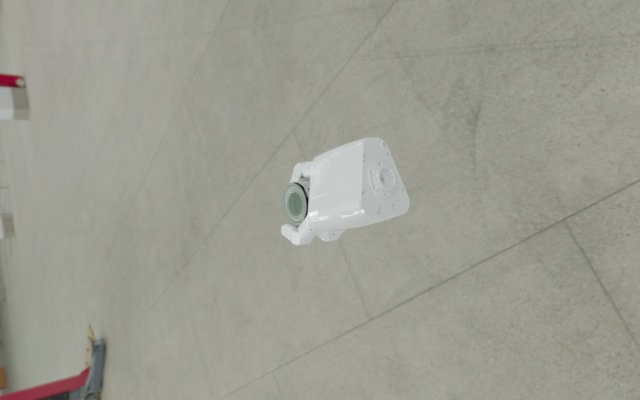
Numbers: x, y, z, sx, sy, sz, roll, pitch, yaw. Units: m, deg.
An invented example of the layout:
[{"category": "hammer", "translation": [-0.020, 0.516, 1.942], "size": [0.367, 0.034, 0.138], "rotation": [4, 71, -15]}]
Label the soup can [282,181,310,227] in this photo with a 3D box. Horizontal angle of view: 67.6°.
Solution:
[{"category": "soup can", "translation": [0.000, 0.002, 0.736], "size": [0.102, 0.068, 0.068], "rotation": [-5, 3, -38]}]
